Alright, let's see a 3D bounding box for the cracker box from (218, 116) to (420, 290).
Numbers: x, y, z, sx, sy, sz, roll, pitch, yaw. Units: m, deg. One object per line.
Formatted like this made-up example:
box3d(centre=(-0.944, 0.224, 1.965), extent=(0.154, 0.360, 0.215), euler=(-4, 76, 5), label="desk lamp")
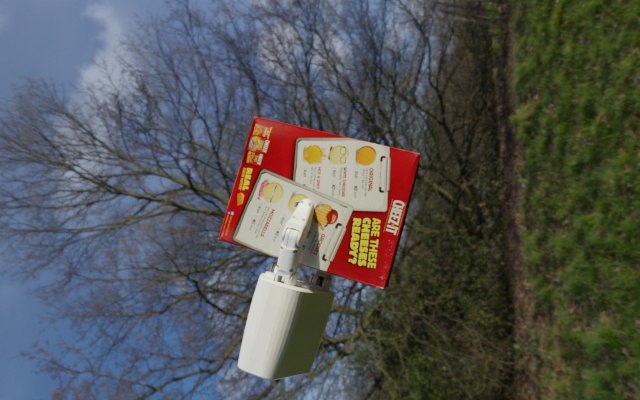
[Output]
box3d(centre=(0.000, 0.002, 0.597), extent=(0.213, 0.164, 0.072), euler=(15, -4, 14), label="cracker box")
